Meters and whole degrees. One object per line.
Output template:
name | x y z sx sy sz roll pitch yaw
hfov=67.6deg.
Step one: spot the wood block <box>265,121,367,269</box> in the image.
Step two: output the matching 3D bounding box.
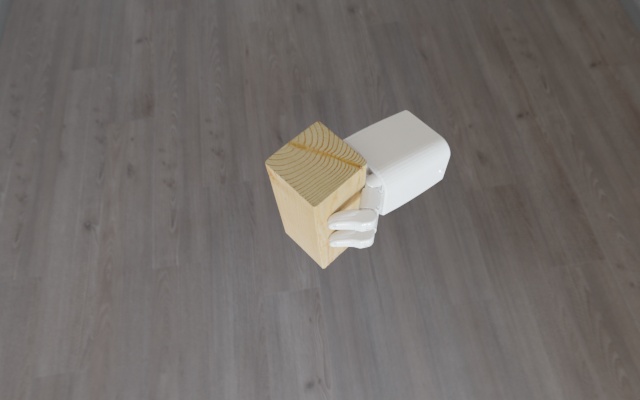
wood block | 0.000 0.002 0.656 0.090 0.090 0.206 -40 -23 -16
